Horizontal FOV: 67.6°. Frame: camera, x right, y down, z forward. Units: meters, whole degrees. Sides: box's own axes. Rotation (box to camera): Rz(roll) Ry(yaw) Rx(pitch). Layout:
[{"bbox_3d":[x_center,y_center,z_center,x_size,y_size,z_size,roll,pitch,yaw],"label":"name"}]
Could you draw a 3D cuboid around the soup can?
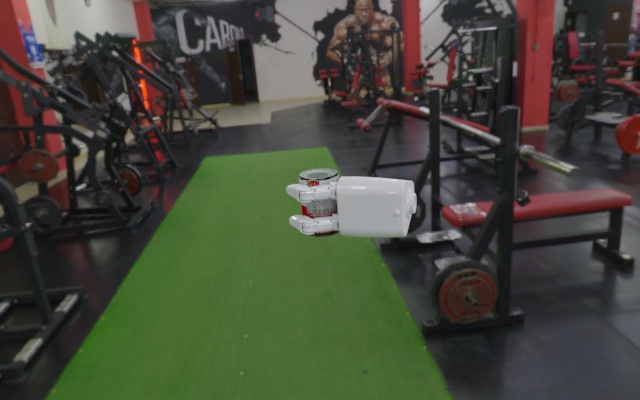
[{"bbox_3d":[0.000,0.002,0.813,0.068,0.102,0.068,-4,18,1],"label":"soup can"}]
